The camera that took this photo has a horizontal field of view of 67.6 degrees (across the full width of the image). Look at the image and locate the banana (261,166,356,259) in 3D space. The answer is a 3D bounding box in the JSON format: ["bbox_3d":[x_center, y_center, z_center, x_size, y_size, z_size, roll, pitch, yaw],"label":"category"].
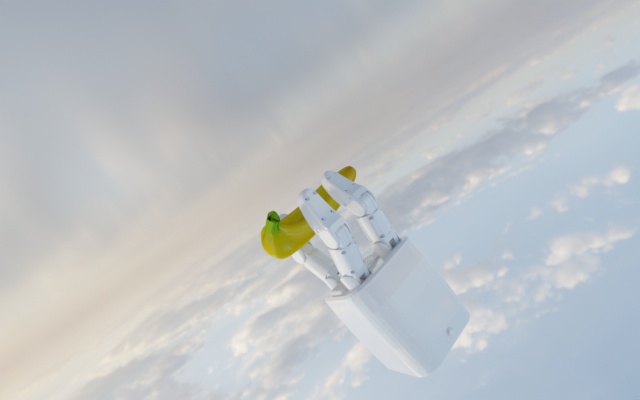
[{"bbox_3d":[-0.012,0.015,0.500,0.037,0.070,0.197,42,29,5],"label":"banana"}]
